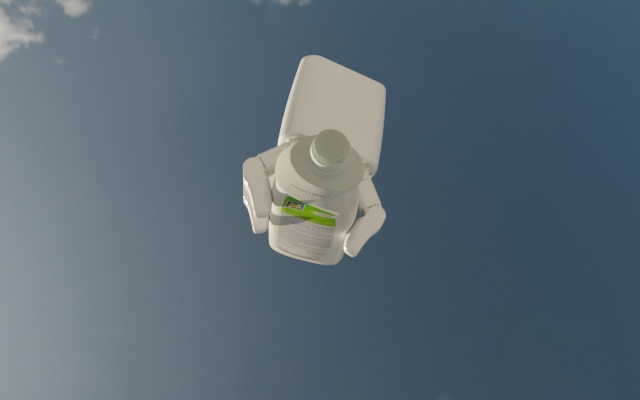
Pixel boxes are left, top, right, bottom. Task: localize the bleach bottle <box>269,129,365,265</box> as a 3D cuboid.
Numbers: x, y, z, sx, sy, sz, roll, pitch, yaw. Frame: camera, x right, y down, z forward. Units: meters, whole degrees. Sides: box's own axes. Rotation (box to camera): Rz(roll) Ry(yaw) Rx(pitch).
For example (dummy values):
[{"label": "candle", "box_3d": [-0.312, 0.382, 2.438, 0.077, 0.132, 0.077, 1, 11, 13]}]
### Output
[{"label": "bleach bottle", "box_3d": [0.000, 0.002, 0.491, 0.102, 0.068, 0.251, 13, -22, -4]}]
